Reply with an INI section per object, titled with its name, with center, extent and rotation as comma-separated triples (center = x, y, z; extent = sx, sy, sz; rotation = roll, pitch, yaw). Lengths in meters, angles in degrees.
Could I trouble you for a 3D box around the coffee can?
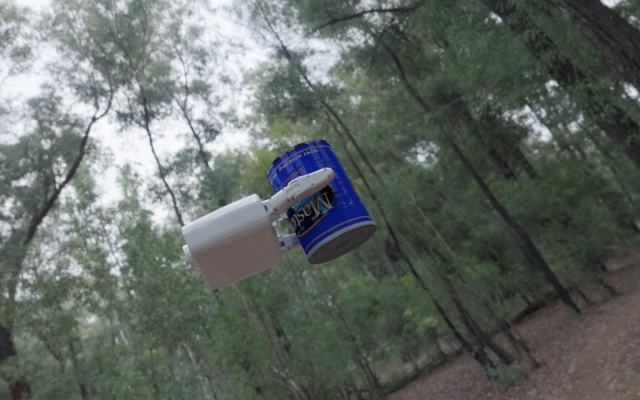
[coffee can]
center = 0.000, 0.002, 0.660
extent = 0.103, 0.140, 0.103
rotation = -24, -20, -10
